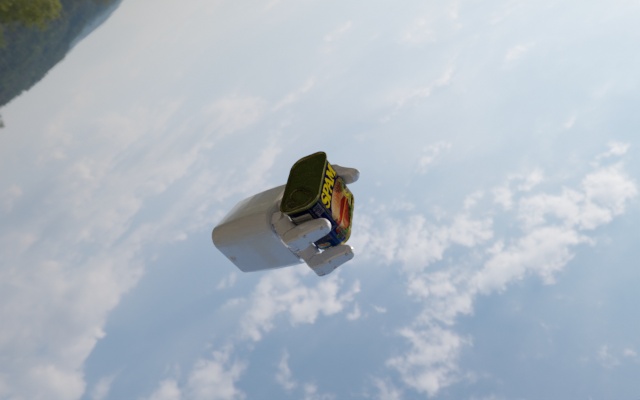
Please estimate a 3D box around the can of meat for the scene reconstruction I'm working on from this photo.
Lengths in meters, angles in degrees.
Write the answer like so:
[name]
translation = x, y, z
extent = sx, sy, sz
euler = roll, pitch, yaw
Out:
[can of meat]
translation = 0.000, 0.002, 0.618
extent = 0.057, 0.102, 0.084
euler = -18, -51, 27
